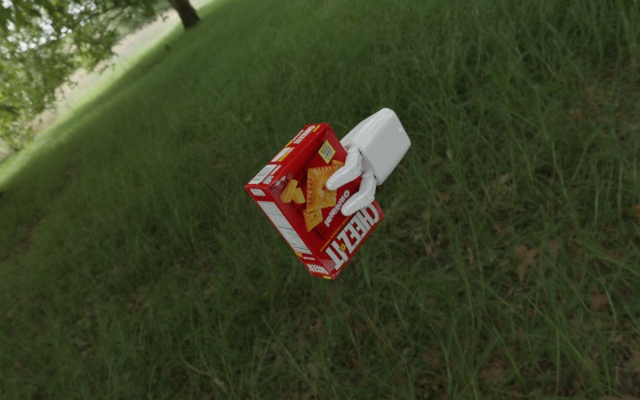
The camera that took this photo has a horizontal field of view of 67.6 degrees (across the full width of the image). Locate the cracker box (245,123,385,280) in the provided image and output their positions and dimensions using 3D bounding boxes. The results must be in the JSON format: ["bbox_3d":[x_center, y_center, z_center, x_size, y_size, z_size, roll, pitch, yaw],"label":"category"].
[{"bbox_3d":[0.000,0.003,0.813,0.072,0.214,0.164,5,46,52],"label":"cracker box"}]
